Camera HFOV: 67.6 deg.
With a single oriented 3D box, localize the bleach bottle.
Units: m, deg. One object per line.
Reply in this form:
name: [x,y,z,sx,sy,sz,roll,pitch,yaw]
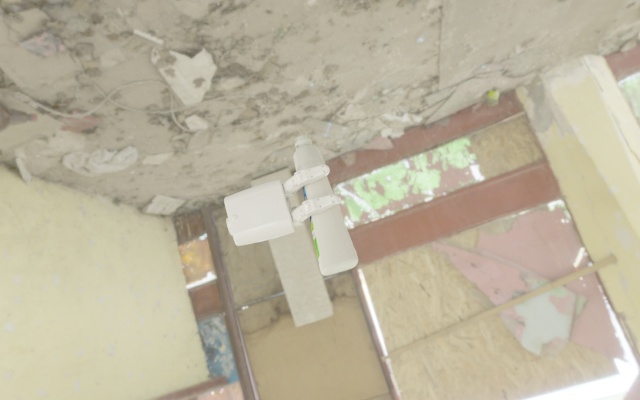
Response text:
bleach bottle: [0.000,0.003,0.862,0.068,0.250,0.102,-15,-16,-5]
